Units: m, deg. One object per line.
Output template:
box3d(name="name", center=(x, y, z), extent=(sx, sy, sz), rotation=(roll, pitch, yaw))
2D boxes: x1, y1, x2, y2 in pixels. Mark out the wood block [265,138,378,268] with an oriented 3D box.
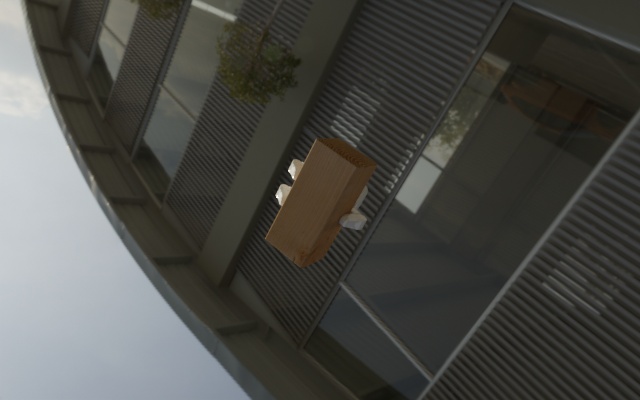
box3d(name="wood block", center=(0.000, 0.003, 0.835), extent=(0.091, 0.206, 0.090), rotation=(36, 22, 20))
